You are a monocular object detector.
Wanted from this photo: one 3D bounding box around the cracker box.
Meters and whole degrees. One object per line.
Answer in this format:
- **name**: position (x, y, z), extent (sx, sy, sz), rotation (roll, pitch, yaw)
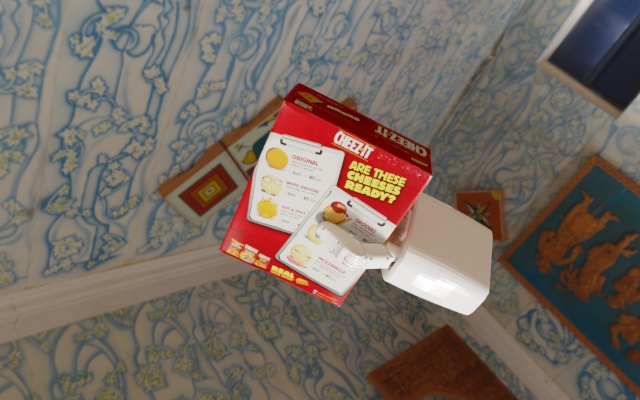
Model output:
- **cracker box**: position (0.000, 0.002, 0.540), extent (0.164, 0.214, 0.072), rotation (26, 33, -5)
